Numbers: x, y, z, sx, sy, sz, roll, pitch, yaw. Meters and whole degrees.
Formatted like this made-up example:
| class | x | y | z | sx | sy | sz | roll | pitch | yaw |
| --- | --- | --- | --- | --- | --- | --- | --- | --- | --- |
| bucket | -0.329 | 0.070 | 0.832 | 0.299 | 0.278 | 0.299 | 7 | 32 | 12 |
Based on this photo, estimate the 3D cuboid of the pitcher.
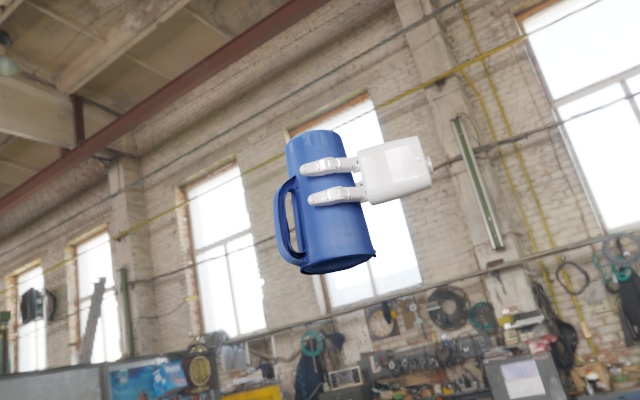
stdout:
| class | x | y | z | sx | sy | sz | roll | pitch | yaw |
| --- | --- | --- | --- | --- | --- | --- | --- | --- | --- |
| pitcher | 0.000 | 0.003 | 0.834 | 0.145 | 0.242 | 0.149 | -16 | -19 | 11 |
